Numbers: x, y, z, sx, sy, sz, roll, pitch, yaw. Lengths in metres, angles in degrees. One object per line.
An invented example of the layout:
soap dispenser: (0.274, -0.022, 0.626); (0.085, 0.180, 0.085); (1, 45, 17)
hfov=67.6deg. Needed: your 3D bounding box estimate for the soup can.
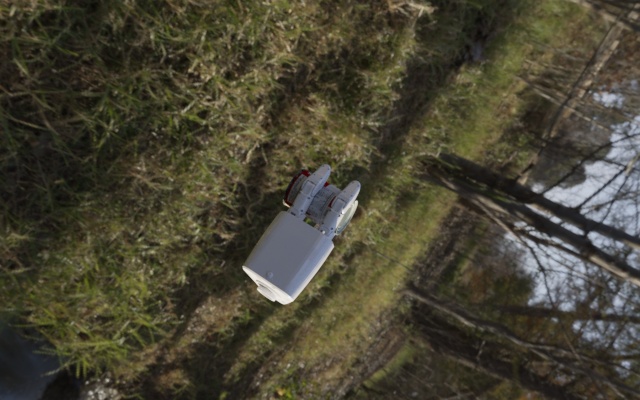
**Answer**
soup can: (0.001, 0.002, 0.770); (0.102, 0.068, 0.068); (30, 9, 15)
